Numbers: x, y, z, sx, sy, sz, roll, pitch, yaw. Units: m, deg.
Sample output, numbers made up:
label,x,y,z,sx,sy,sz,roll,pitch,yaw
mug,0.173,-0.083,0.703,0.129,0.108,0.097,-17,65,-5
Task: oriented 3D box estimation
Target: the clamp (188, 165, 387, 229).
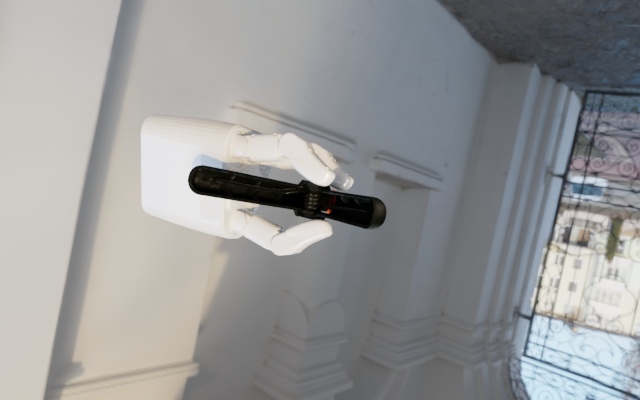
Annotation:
label,x,y,z,sx,sy,sz,roll,pitch,yaw
clamp,0.000,0.002,0.456,0.164,0.036,0.210,12,1,21
